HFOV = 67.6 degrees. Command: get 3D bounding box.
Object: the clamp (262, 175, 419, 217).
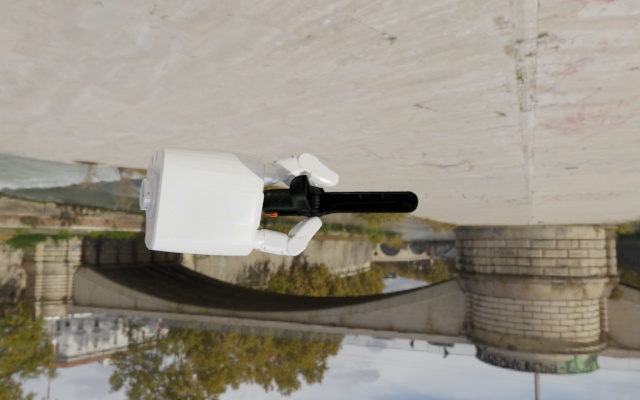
[{"bbox_3d":[0.000,0.003,0.574,0.164,0.036,0.210,7,-8,-28],"label":"clamp"}]
